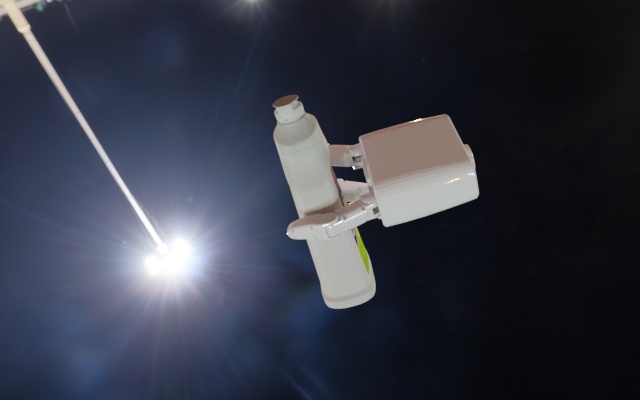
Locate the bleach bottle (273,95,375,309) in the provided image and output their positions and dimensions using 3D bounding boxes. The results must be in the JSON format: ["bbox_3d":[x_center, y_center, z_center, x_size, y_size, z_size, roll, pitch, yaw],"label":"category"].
[{"bbox_3d":[0.000,0.002,0.555,0.068,0.251,0.102,-16,31,7],"label":"bleach bottle"}]
